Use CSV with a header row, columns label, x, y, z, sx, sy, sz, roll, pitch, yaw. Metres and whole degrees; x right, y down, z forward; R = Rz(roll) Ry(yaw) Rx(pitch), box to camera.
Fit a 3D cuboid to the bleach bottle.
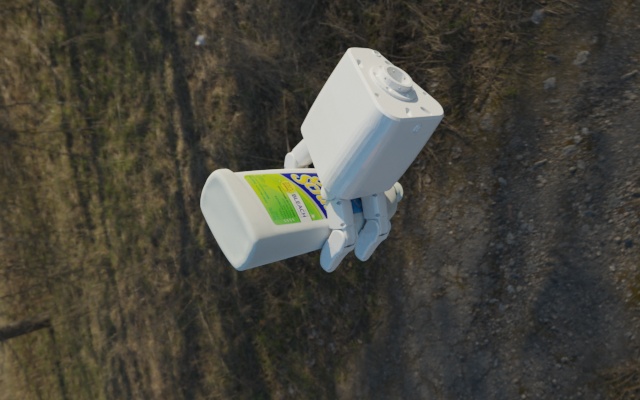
label,x,y,z,sx,sy,sz,roll,pitch,yaw
bleach bottle,0.000,0.002,0.543,0.251,0.102,0.068,-12,-31,-41
